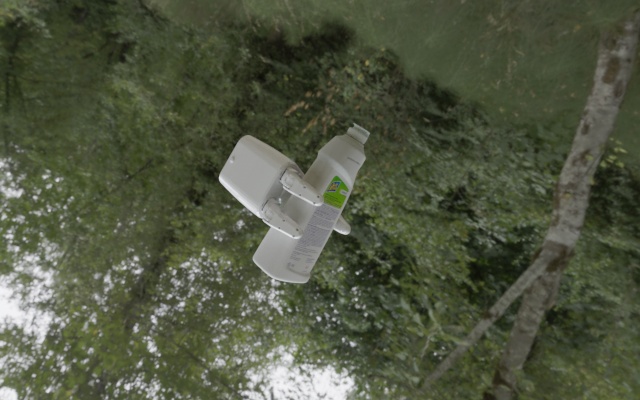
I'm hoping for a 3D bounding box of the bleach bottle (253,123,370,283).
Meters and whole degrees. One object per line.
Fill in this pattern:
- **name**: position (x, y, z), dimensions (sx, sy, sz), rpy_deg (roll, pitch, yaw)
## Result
- **bleach bottle**: position (0.000, 0.002, 0.717), dimensions (0.068, 0.251, 0.102), rpy_deg (36, 8, 33)
